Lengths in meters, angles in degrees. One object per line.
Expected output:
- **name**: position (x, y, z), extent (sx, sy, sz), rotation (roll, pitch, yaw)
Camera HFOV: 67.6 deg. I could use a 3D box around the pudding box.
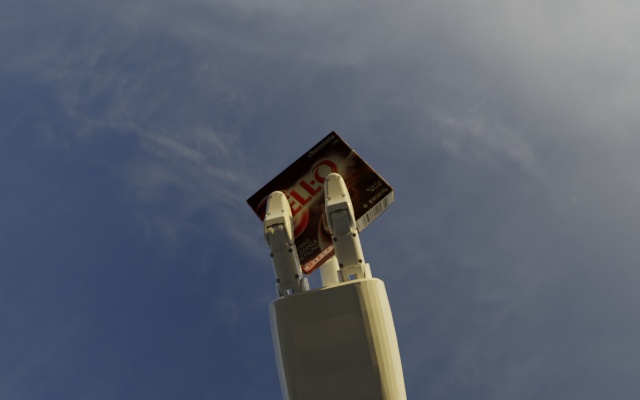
- **pudding box**: position (0.000, 0.002, 0.456), extent (0.113, 0.090, 0.039), rotation (-39, -25, -7)
